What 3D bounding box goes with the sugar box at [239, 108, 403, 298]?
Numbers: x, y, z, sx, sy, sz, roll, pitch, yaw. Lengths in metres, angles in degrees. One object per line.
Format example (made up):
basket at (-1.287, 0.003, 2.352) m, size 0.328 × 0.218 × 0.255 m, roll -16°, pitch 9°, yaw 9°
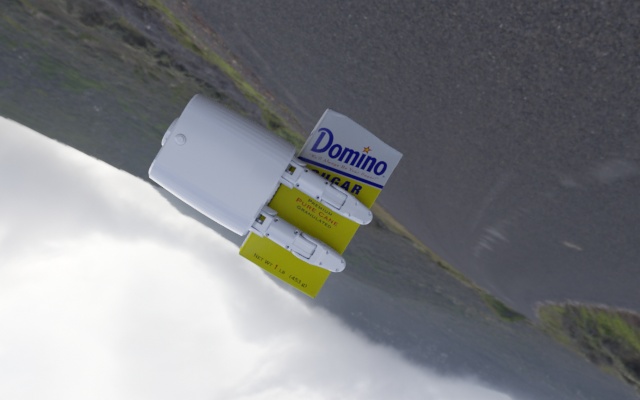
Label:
sugar box at (0.000, 0.002, 0.498) m, size 0.093 × 0.176 × 0.048 m, roll 31°, pitch 0°, yaw -8°
